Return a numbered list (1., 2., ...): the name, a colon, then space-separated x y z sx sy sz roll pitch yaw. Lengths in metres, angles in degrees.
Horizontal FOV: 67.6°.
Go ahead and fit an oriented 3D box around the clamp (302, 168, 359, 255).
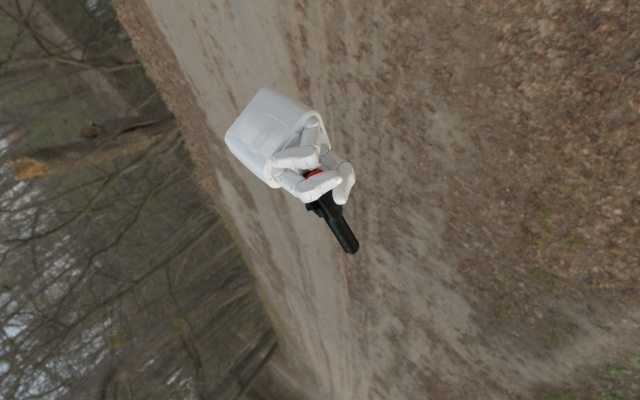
1. clamp: 0.000 0.003 0.699 0.120 0.039 0.172 37 -19 35
